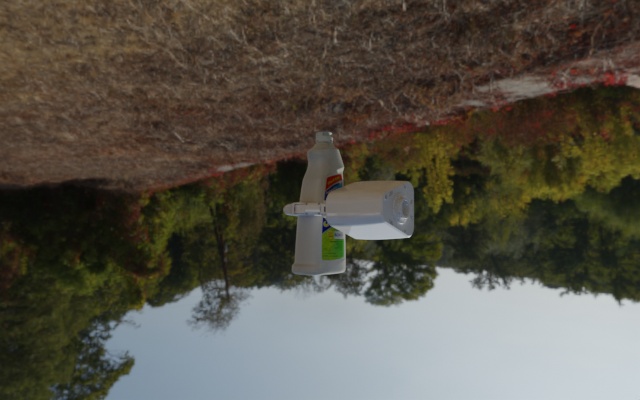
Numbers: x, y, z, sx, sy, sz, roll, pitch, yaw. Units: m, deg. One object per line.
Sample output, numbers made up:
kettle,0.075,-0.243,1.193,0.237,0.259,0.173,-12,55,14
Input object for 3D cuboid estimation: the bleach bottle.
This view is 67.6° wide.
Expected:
bleach bottle,0.000,0.003,0.849,0.068,0.251,0.102,-2,-4,39
